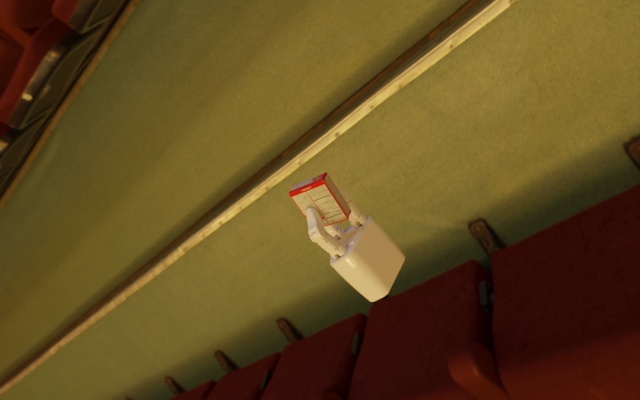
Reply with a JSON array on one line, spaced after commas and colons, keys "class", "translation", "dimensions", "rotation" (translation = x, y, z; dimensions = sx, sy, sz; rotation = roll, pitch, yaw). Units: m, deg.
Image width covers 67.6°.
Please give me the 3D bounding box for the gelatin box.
[{"class": "gelatin box", "translation": [0.000, 0.003, 0.824], "dimensions": [0.073, 0.089, 0.030], "rotation": [-20, 28, 29]}]
